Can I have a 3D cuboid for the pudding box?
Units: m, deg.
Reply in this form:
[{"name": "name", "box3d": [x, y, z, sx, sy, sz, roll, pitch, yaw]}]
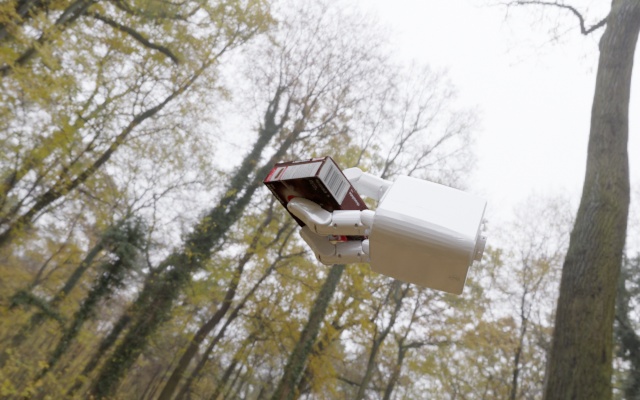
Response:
[{"name": "pudding box", "box3d": [0.000, 0.002, 0.565, 0.090, 0.039, 0.113, -4, -47, 42]}]
